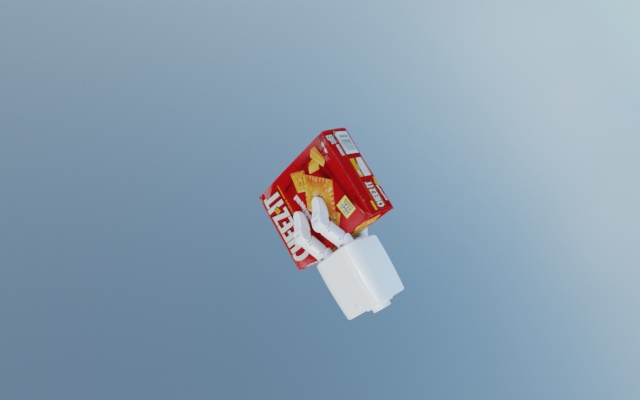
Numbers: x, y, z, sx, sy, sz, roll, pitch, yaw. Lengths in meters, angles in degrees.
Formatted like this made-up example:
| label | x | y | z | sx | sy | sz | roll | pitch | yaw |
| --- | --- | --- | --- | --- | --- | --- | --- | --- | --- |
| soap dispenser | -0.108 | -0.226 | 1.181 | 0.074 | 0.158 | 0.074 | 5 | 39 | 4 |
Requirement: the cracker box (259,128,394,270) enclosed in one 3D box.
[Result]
| label | x | y | z | sx | sy | sz | roll | pitch | yaw |
| --- | --- | --- | --- | --- | --- | --- | --- | --- | --- |
| cracker box | 0.000 | 0.003 | 0.833 | 0.072 | 0.164 | 0.214 | -16 | -19 | -46 |
